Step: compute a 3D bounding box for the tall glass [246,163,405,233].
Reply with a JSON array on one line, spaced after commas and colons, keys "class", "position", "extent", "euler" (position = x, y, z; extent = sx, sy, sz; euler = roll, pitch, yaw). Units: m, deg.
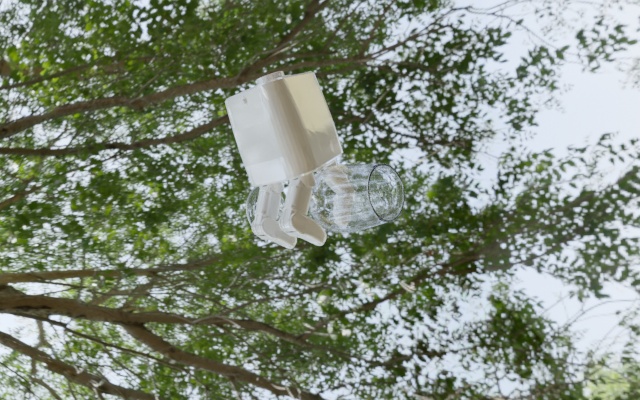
[{"class": "tall glass", "position": [0.000, 0.002, 0.567], "extent": [0.079, 0.079, 0.201], "euler": [0, -6, -45]}]
